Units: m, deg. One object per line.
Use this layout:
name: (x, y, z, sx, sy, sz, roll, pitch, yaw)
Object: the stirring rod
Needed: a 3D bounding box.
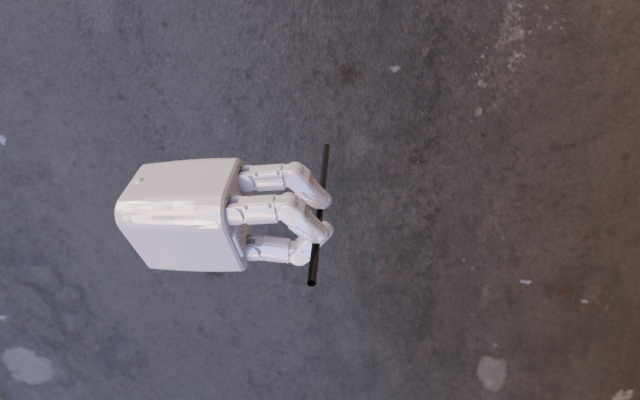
stirring rod: (0.000, 0.002, 0.513, 0.011, 0.011, 0.239, 0, 36, 5)
